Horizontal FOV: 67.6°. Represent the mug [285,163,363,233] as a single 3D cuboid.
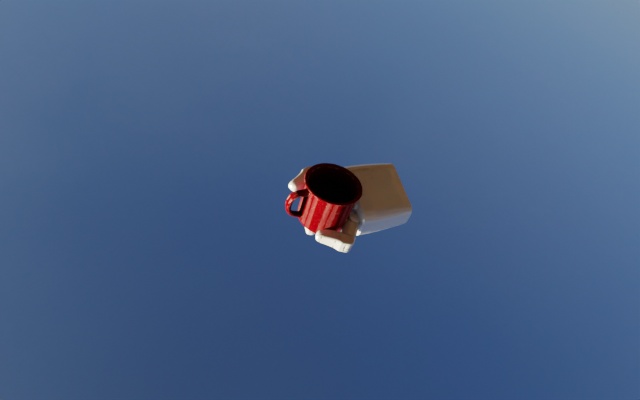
[{"bbox_3d":[-0.001,0.003,0.755,0.117,0.093,0.082,-8,-40,-27],"label":"mug"}]
